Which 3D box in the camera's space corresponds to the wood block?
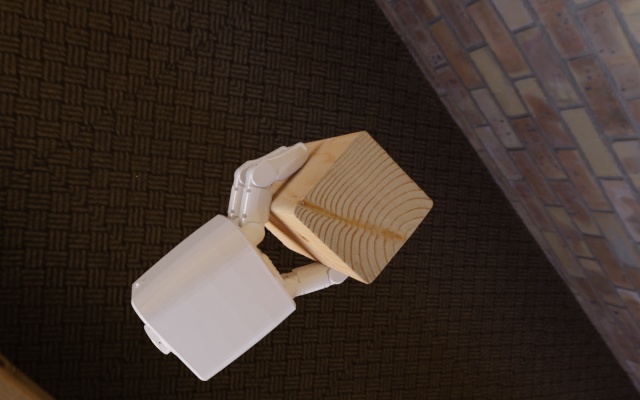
[{"bbox_3d":[0.000,0.002,0.468,0.091,0.090,0.206,44,-12,-17],"label":"wood block"}]
